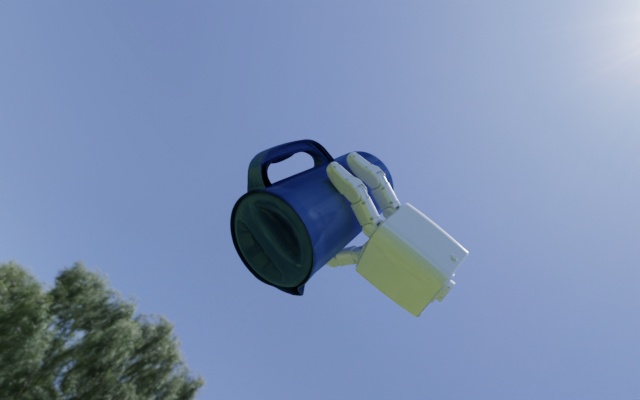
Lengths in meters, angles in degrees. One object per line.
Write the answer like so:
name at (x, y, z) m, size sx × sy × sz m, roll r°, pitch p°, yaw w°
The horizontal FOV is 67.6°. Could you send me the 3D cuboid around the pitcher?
pitcher at (0.000, 0.002, 0.662) m, size 0.145 × 0.149 × 0.242 m, roll 37°, pitch 38°, yaw 17°
